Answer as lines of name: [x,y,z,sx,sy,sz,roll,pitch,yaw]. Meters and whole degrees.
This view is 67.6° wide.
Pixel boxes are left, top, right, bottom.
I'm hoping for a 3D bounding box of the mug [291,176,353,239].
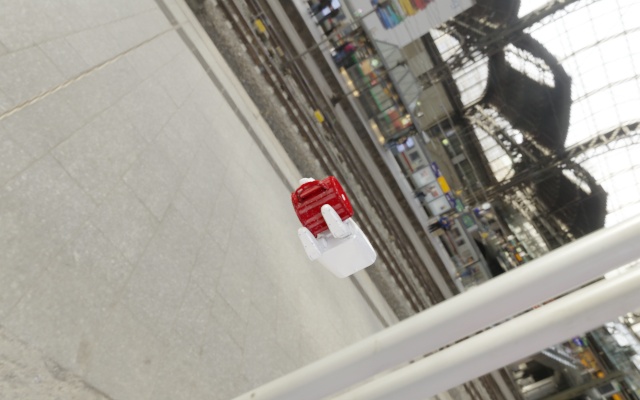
mug: [0.000,0.002,0.839,0.081,0.093,0.117,-28,-43,11]
